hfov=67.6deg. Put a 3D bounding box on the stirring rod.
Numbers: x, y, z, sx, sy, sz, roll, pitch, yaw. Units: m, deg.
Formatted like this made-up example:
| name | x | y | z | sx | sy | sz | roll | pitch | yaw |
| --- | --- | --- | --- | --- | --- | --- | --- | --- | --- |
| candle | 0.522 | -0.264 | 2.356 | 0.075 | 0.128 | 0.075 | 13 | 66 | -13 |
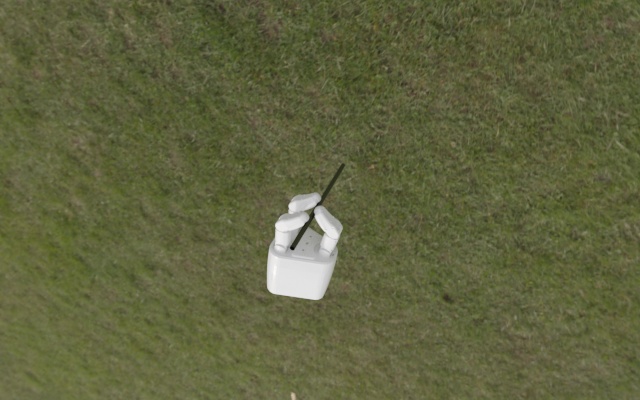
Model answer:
| name | x | y | z | sx | sy | sz | roll | pitch | yaw |
| --- | --- | --- | --- | --- | --- | --- | --- | --- | --- |
| stirring rod | 0.000 | 0.003 | 0.794 | 0.011 | 0.011 | 0.239 | 0 | 35 | 25 |
